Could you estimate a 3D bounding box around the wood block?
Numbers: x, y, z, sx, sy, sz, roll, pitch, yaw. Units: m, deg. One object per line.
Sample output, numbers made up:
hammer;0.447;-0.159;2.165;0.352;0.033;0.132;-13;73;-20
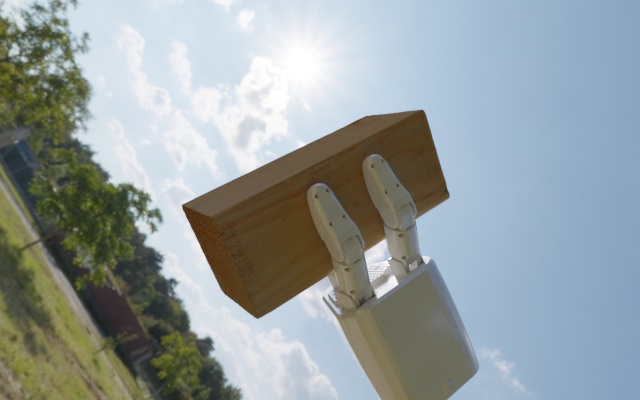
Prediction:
wood block;0.000;0.002;0.418;0.206;0.090;0.091;-29;18;-25
